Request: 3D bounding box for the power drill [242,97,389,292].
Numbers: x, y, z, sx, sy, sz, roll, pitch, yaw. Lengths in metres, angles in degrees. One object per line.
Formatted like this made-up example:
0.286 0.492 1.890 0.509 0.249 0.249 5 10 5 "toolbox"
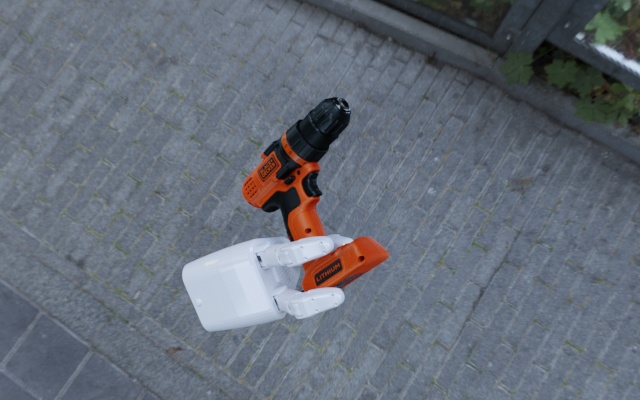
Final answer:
0.000 0.002 0.545 0.057 0.187 0.184 -4 -30 -48 "power drill"
